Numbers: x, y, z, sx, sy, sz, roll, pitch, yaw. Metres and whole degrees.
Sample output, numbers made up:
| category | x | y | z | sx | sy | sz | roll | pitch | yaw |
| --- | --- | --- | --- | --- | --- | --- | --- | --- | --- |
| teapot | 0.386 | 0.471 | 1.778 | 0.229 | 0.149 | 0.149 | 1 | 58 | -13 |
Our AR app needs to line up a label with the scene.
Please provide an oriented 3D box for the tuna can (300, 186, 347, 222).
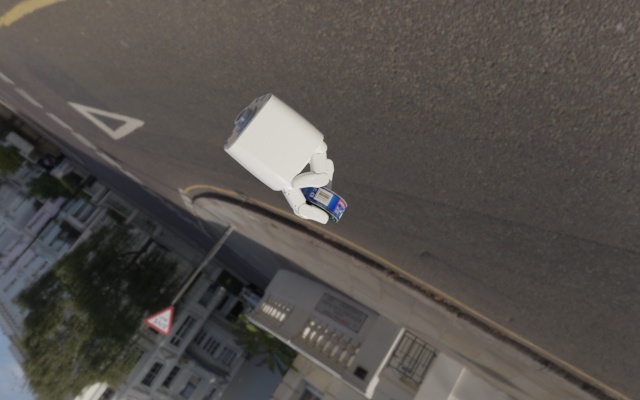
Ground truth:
| category | x | y | z | sx | sy | sz | roll | pitch | yaw |
| --- | --- | --- | --- | --- | --- | --- | --- | --- | --- |
| tuna can | 0.000 | 0.003 | 0.812 | 0.086 | 0.033 | 0.086 | 27 | -14 | 7 |
